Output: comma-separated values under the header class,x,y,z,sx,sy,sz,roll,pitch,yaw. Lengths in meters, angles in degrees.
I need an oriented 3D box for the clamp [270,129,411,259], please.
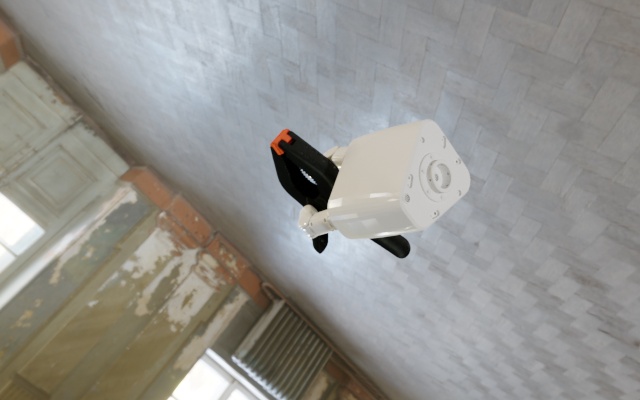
class,x,y,z,sx,sy,sz,roll,pitch,yaw
clamp,0.000,0.002,0.611,0.164,0.210,0.036,-13,34,50
